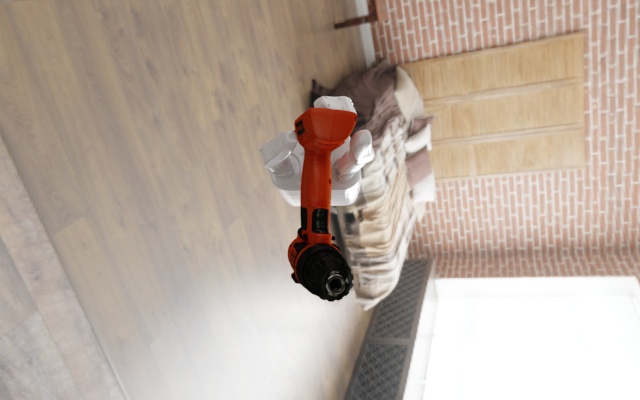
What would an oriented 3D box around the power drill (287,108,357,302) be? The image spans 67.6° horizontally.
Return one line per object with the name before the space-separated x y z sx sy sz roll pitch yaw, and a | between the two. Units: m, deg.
power drill | 0.000 0.001 0.504 0.057 0.187 0.184 5 2 -13
